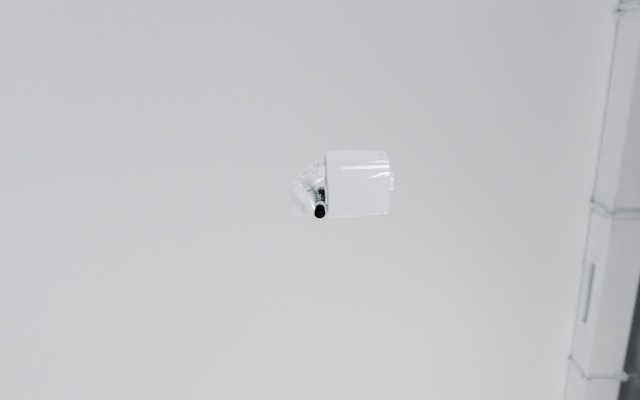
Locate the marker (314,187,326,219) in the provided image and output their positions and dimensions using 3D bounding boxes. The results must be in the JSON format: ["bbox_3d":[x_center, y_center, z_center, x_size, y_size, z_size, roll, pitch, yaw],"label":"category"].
[{"bbox_3d":[0.000,0.003,0.807,0.020,0.020,0.121,0,18,1],"label":"marker"}]
